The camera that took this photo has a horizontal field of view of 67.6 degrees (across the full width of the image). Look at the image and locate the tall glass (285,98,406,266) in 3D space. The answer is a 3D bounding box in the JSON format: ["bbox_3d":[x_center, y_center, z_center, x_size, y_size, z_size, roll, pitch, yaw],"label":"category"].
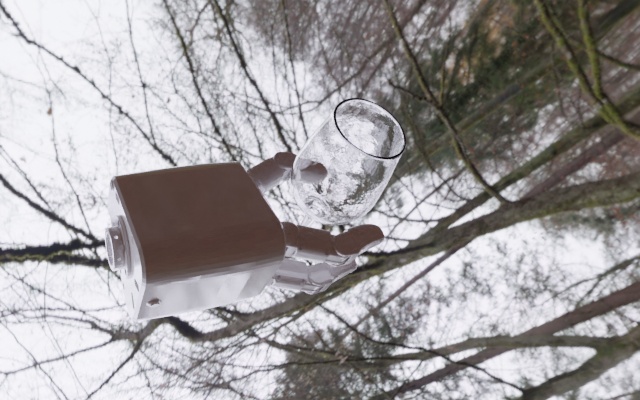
[{"bbox_3d":[0.000,0.002,0.432,0.079,0.079,0.201,0,-35,-28],"label":"tall glass"}]
